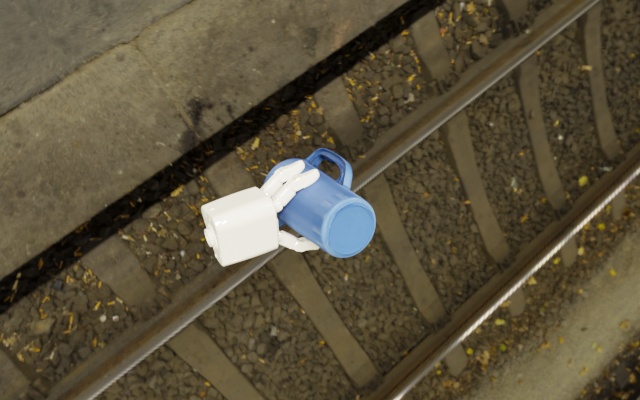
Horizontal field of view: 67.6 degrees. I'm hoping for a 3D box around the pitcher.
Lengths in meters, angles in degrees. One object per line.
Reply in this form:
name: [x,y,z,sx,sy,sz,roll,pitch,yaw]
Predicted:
pitcher: [0.000,0.003,0.886,0.145,0.149,0.242,-17,25,-23]
